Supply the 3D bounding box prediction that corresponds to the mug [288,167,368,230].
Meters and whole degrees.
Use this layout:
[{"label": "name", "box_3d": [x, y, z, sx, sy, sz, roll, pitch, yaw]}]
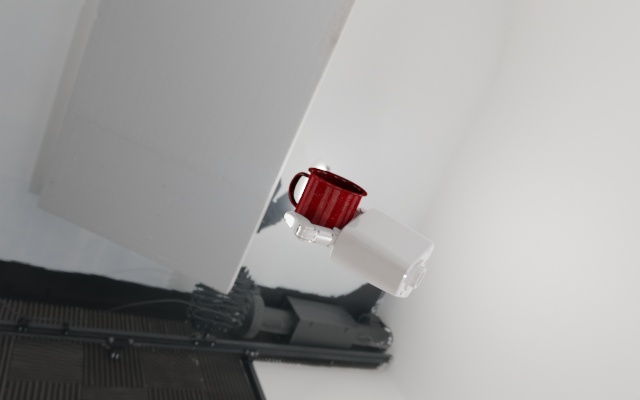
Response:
[{"label": "mug", "box_3d": [-0.001, 0.002, 0.696, 0.117, 0.081, 0.093, 30, 14, 24]}]
